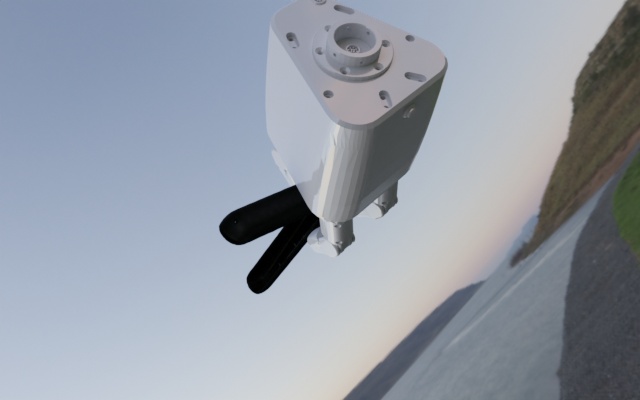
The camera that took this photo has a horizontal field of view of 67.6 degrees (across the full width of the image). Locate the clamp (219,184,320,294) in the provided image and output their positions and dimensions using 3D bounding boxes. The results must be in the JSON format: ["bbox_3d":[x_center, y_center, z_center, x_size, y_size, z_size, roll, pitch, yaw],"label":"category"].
[{"bbox_3d":[0.000,0.000,0.440,0.210,0.036,0.165,-39,-17,-23],"label":"clamp"}]
